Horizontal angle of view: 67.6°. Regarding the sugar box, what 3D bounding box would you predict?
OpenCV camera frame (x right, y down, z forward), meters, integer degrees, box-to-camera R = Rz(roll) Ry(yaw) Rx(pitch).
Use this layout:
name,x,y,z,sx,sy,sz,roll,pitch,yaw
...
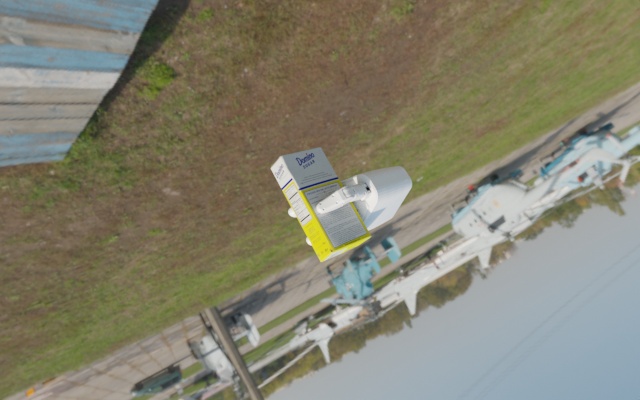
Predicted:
name,x,y,z,sx,sy,sz,roll,pitch,yaw
sugar box,0.000,0.003,0.777,0.093,0.176,0.048,-17,-19,-42
